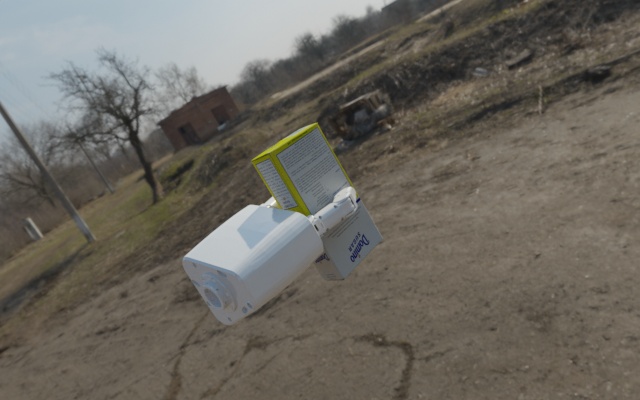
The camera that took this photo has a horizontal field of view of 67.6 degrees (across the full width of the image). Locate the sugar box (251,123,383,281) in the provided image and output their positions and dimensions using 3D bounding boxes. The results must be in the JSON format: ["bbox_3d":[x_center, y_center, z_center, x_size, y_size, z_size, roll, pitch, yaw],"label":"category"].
[{"bbox_3d":[0.000,0.002,0.589,0.048,0.176,0.093,-12,21,49],"label":"sugar box"}]
